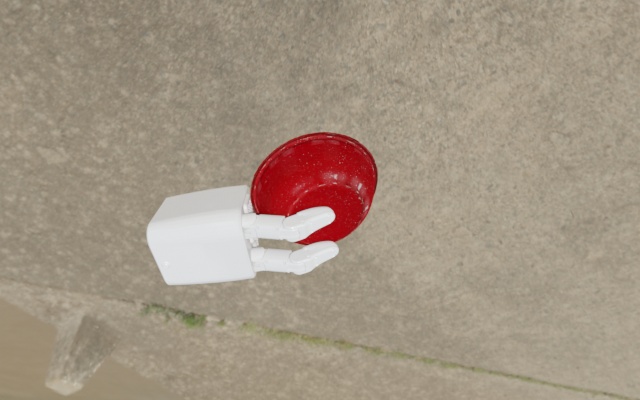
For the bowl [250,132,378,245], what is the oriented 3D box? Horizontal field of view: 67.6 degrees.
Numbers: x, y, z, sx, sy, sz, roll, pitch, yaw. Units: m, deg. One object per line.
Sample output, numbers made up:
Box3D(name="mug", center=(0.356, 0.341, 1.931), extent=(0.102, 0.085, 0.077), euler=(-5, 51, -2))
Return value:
Box3D(name="bowl", center=(0.001, 0.002, 0.569), extent=(0.162, 0.162, 0.055), euler=(0, 37, -18))
